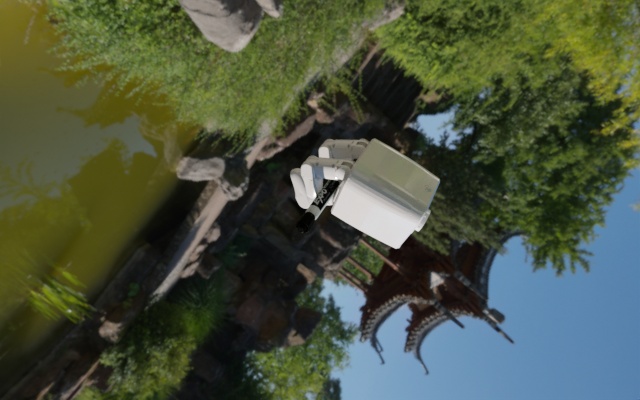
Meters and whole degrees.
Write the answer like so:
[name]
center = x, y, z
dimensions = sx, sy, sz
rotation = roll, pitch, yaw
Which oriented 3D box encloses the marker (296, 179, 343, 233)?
[marker]
center = 0.000, 0.002, 0.629
dimensions = 0.020, 0.020, 0.121
rotation = 0, 35, 30
